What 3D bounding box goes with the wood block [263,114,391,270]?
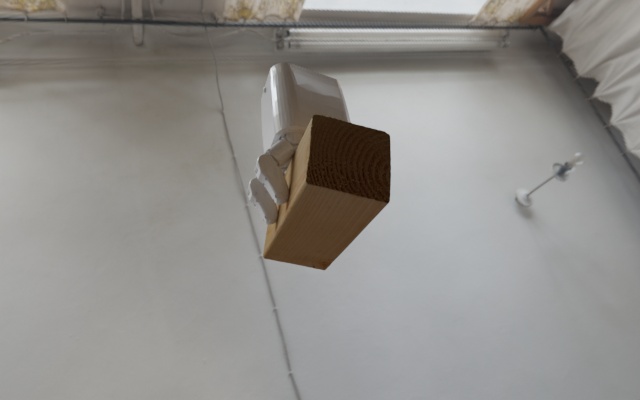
[{"bbox_3d":[0.000,0.002,0.572,0.091,0.090,0.206,12,-30,-13],"label":"wood block"}]
